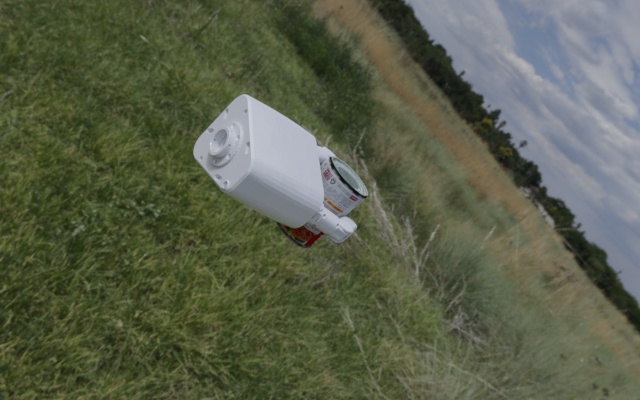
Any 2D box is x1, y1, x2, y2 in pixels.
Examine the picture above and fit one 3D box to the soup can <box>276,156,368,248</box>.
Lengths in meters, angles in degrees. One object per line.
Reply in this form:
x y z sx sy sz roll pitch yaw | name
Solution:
0.001 0.002 0.594 0.102 0.068 0.068 -42 -16 18 | soup can
